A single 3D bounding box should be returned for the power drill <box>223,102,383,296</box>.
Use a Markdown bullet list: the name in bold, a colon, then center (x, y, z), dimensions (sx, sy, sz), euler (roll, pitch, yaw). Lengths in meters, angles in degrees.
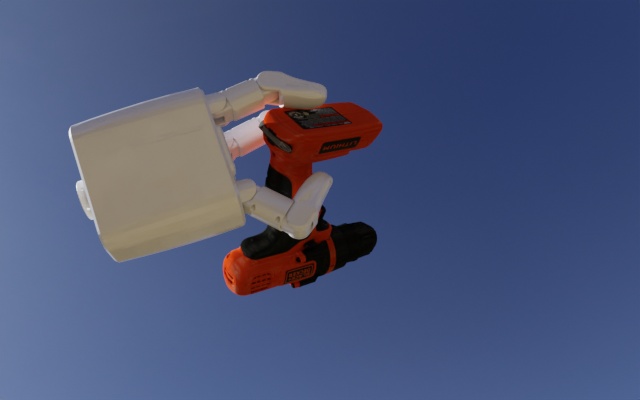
- **power drill**: center (0.000, 0.001, 0.467), dimensions (0.184, 0.188, 0.057), euler (-13, 40, -35)
